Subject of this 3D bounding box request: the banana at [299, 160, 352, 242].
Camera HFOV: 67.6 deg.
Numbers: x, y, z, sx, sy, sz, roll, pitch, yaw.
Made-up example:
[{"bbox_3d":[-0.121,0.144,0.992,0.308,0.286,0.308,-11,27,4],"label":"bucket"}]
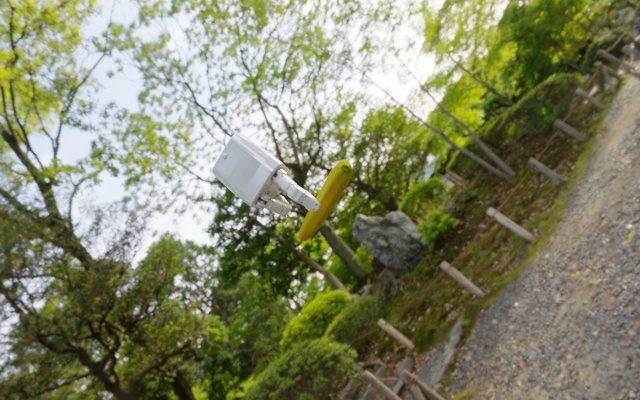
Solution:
[{"bbox_3d":[0.011,-0.007,0.855,0.037,0.198,0.069,38,40,12],"label":"banana"}]
